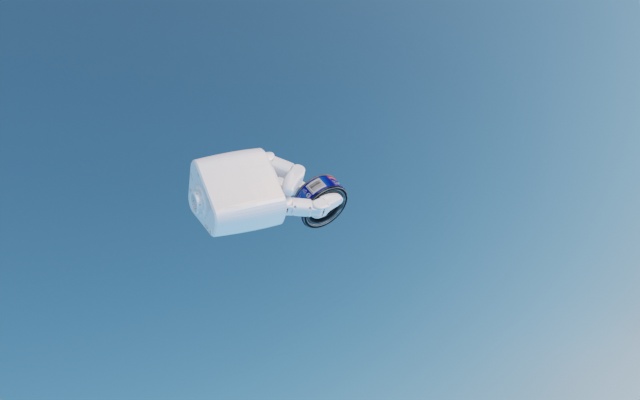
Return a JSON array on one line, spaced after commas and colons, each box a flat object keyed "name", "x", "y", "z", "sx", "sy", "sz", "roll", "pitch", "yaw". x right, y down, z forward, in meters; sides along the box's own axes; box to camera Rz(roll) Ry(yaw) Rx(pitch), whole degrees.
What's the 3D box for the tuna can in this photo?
[{"name": "tuna can", "x": 0.000, "y": 0.003, "z": 0.754, "sx": 0.086, "sy": 0.086, "sz": 0.033, "roll": 0, "pitch": 38, "yaw": -43}]
